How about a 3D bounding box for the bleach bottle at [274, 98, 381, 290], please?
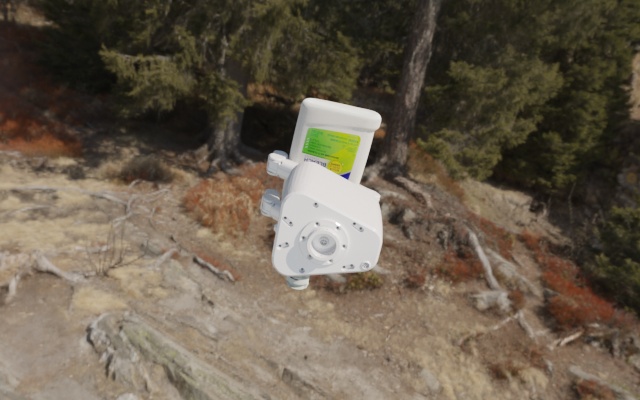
[{"bbox_3d":[0.000,0.002,0.620,0.102,0.251,0.068,12,19,1],"label":"bleach bottle"}]
